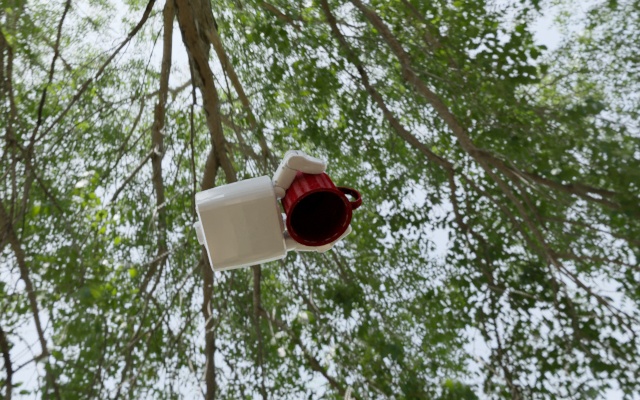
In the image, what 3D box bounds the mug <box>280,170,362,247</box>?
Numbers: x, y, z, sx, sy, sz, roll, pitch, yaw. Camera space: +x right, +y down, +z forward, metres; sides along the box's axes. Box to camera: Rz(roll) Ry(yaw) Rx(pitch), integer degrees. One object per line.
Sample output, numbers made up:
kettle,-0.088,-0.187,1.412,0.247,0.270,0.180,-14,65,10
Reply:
mug,0.001,0.002,0.677,0.117,0.093,0.081,-12,32,-10
